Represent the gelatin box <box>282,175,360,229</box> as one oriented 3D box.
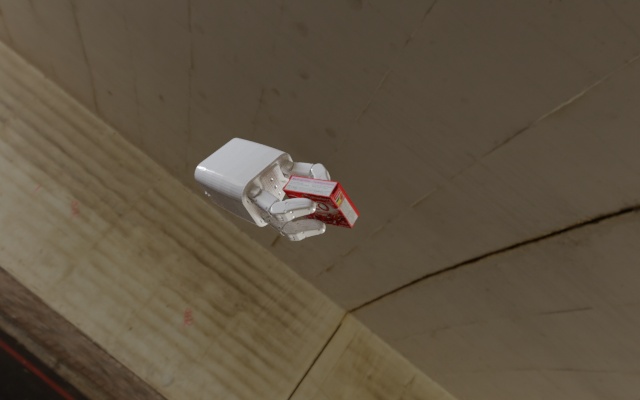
[{"bbox_3d":[0.001,0.002,0.668,0.089,0.030,0.073,9,-32,38],"label":"gelatin box"}]
